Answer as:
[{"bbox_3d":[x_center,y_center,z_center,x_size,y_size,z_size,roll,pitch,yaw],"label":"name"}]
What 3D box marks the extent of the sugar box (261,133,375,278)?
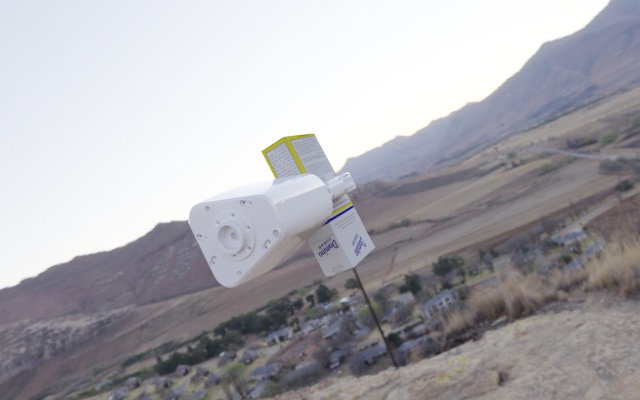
[{"bbox_3d":[0.000,0.002,0.605,0.048,0.176,0.093,-25,0,26],"label":"sugar box"}]
